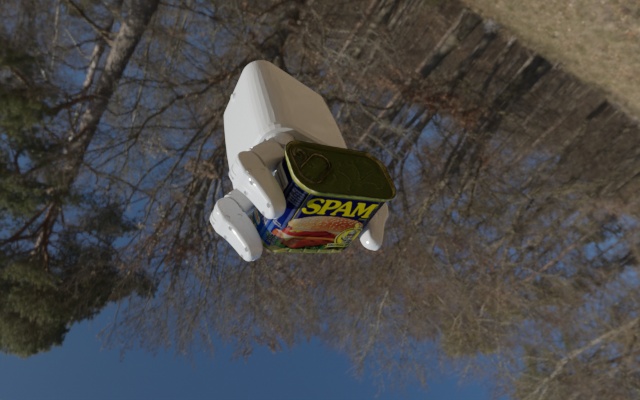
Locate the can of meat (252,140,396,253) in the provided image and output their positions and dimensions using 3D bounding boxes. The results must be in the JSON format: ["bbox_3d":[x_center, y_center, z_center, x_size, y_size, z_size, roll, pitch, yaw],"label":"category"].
[{"bbox_3d":[0.000,0.002,0.418,0.102,0.057,0.084,5,-43,-32],"label":"can of meat"}]
